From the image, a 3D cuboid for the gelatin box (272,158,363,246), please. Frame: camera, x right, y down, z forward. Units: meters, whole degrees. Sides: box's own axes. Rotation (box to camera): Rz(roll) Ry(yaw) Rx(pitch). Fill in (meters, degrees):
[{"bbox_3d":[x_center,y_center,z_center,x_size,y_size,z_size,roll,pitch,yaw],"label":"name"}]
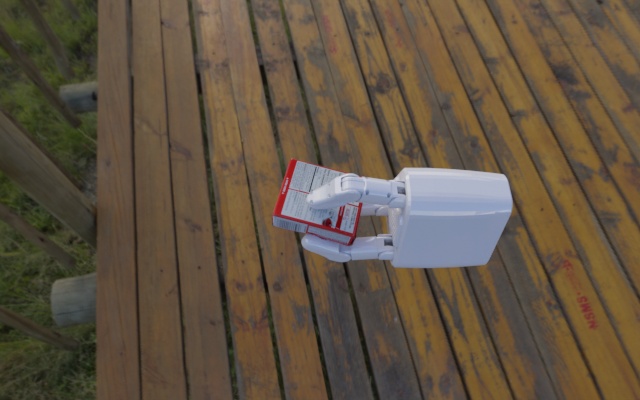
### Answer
[{"bbox_3d":[0.000,0.001,0.511,0.089,0.073,0.030,15,-29,0],"label":"gelatin box"}]
